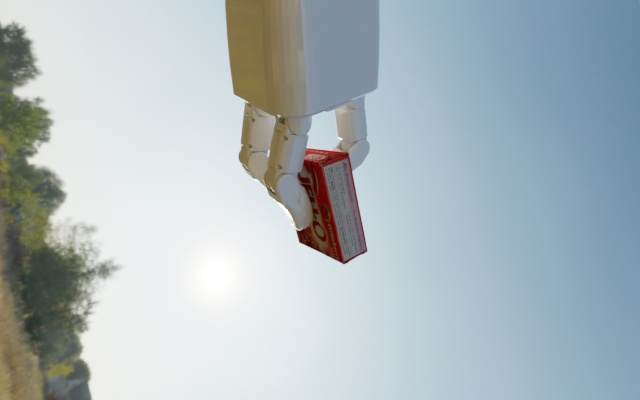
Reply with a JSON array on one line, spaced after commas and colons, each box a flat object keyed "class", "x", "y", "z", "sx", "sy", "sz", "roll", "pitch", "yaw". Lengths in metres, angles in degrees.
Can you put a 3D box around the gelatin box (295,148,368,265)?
[{"class": "gelatin box", "x": 0.001, "y": 0.001, "z": 0.404, "sx": 0.030, "sy": 0.089, "sz": 0.073, "roll": -24, "pitch": 22, "yaw": -27}]
